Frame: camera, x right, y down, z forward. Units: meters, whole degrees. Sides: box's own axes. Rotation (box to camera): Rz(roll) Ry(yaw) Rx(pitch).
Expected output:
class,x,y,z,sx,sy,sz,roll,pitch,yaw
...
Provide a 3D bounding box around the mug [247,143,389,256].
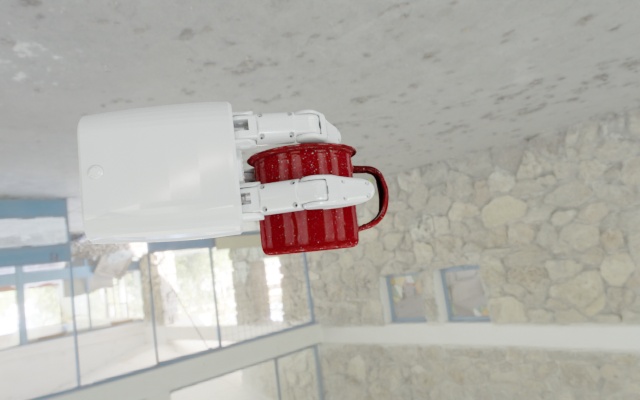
class,x,y,z,sx,sy,sz,roll,pitch,yaw
mug,0.002,0.001,0.403,0.117,0.081,0.093,-5,-7,-8
